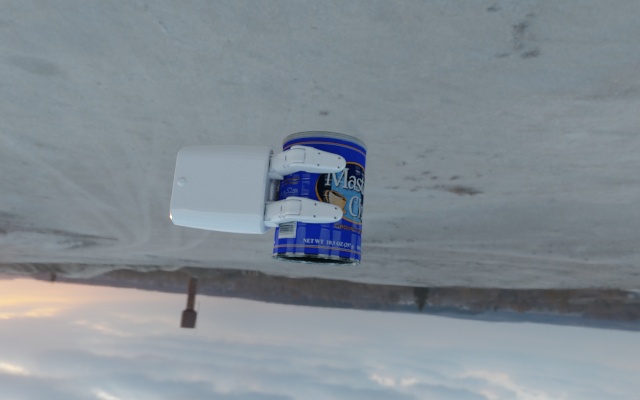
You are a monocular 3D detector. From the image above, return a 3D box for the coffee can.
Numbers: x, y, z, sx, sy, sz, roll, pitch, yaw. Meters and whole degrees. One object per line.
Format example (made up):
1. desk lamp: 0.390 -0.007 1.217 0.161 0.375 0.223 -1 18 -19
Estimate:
1. coffee can: 0.000 0.002 0.562 0.103 0.140 0.103 4 -12 1
